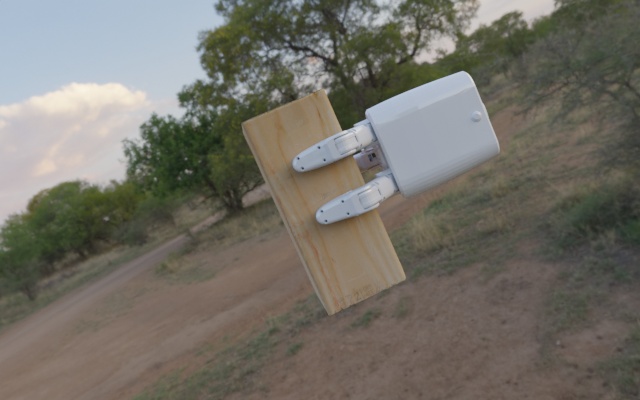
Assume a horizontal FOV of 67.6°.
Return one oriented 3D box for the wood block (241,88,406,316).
[{"bbox_3d":[0.000,0.001,0.507,0.090,0.206,0.091,-24,5,-6],"label":"wood block"}]
